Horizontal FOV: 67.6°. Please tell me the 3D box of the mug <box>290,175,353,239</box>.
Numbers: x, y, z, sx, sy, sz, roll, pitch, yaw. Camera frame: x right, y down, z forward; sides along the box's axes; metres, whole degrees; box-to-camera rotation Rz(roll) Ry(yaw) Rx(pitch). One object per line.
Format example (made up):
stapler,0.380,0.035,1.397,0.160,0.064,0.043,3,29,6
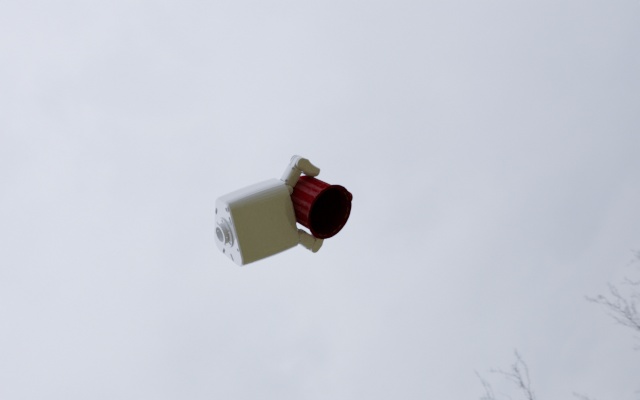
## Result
mug,0.001,0.002,0.794,0.117,0.093,0.081,-23,32,-33
